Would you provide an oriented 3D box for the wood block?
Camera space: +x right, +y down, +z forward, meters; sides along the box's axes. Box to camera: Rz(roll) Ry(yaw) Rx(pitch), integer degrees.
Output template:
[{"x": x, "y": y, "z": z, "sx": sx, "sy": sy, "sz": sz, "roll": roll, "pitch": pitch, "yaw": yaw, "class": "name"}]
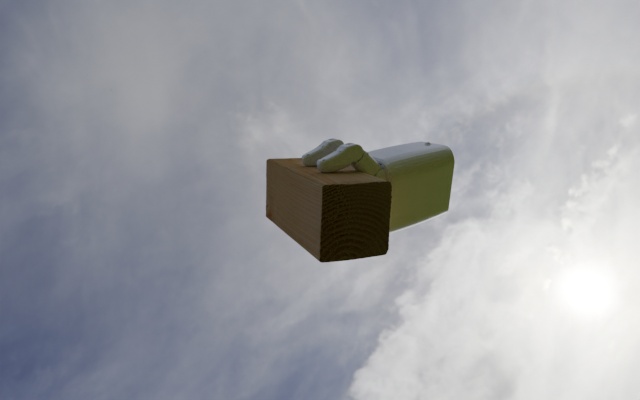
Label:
[{"x": 0.000, "y": 0.002, "z": 0.627, "sx": 0.090, "sy": 0.091, "sz": 0.206, "roll": -4, "pitch": 14, "yaw": -23, "class": "wood block"}]
